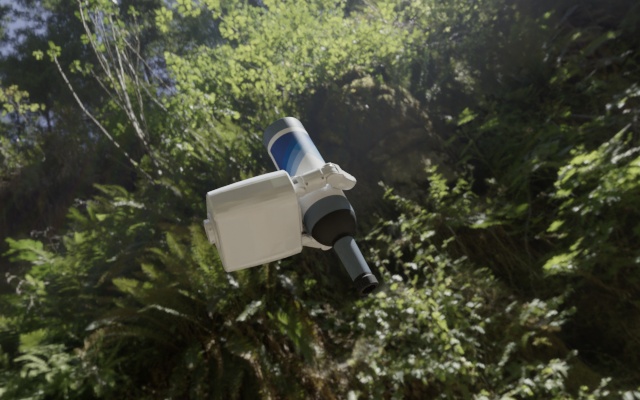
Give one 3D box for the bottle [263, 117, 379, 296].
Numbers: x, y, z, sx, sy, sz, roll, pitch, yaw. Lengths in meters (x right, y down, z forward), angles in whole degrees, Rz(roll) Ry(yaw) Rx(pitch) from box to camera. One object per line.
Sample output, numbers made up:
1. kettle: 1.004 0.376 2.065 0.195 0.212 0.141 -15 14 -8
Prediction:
1. bottle: 0.000 0.002 0.660 0.069 0.295 0.069 -19 -36 -14
